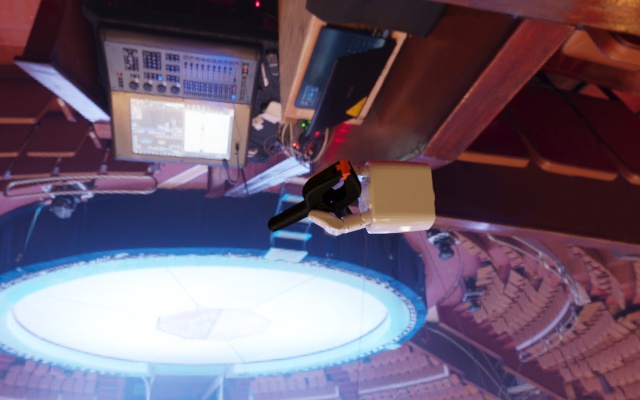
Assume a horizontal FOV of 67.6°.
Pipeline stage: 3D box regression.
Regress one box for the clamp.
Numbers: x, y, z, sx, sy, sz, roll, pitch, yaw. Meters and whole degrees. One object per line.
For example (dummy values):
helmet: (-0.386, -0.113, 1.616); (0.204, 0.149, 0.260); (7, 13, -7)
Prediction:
clamp: (0.001, 0.003, 0.775); (0.164, 0.036, 0.210); (-3, -29, -11)
